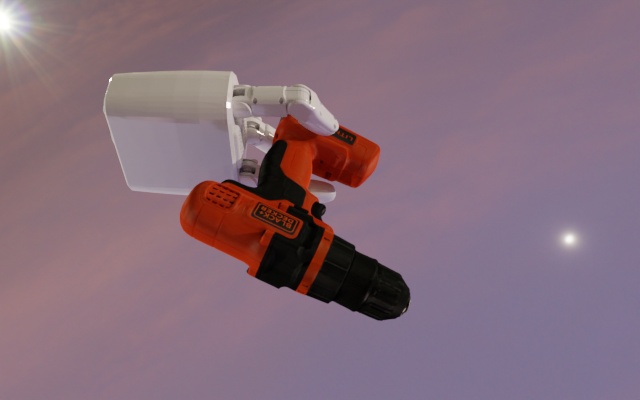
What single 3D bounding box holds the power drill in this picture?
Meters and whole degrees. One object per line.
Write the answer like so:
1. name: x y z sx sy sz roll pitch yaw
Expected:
1. power drill: 0.000 0.001 0.412 0.184 0.057 0.187 27 37 -2
